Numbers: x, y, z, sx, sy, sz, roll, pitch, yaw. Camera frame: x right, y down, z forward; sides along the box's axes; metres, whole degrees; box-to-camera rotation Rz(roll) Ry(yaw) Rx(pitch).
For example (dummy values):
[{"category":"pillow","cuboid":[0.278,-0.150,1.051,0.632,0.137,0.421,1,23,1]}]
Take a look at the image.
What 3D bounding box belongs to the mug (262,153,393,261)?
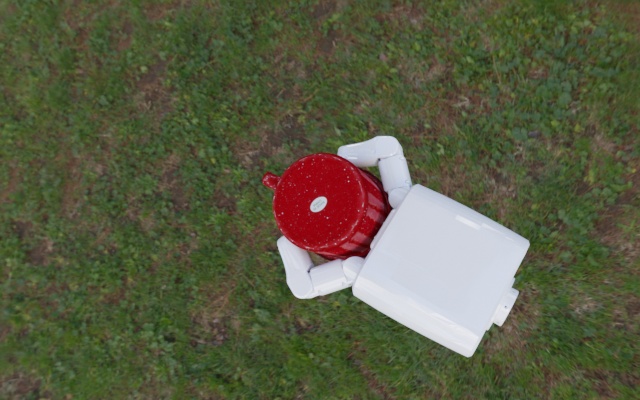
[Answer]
[{"category":"mug","cuboid":[-0.001,0.001,0.421,0.117,0.093,0.081,27,0,21]}]
